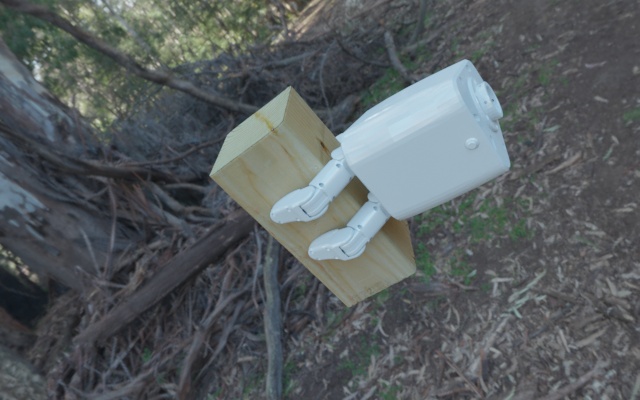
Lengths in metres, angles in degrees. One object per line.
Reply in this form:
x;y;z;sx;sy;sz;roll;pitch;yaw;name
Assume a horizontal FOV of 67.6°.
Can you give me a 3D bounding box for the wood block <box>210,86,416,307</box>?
0.000;0.001;0.487;0.090;0.206;0.090;-33;27;22;wood block
